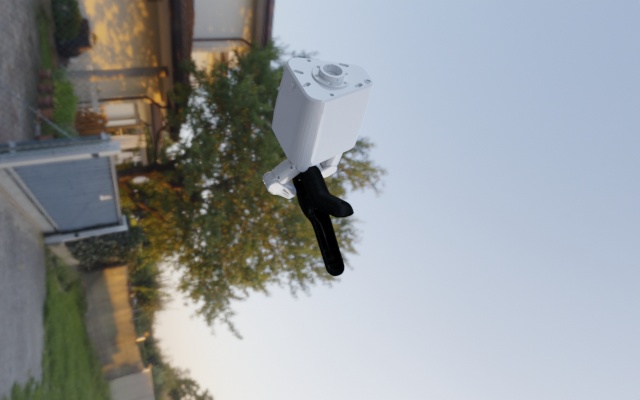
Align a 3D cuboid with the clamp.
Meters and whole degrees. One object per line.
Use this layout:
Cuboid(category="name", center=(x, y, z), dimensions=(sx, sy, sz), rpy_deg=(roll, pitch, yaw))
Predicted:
Cuboid(category="clamp", center=(0.001, 0.002, 0.633), dimensions=(0.039, 0.171, 0.120), rpy_deg=(-10, -38, -25))
